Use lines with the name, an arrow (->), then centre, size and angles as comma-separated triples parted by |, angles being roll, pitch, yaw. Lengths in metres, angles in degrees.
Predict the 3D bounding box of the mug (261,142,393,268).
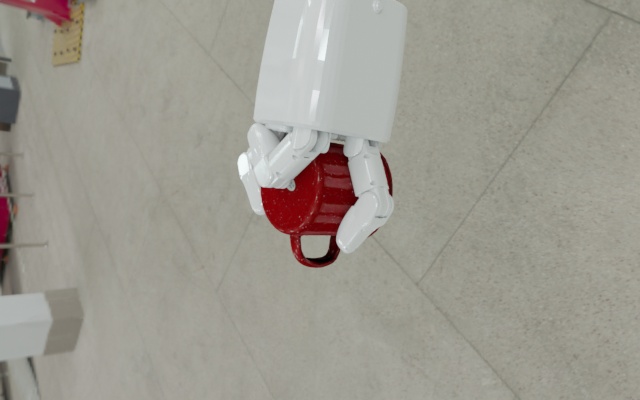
mug -> 0.000, 0.003, 0.419 | 0.081, 0.117, 0.093 | 3, 8, -42
